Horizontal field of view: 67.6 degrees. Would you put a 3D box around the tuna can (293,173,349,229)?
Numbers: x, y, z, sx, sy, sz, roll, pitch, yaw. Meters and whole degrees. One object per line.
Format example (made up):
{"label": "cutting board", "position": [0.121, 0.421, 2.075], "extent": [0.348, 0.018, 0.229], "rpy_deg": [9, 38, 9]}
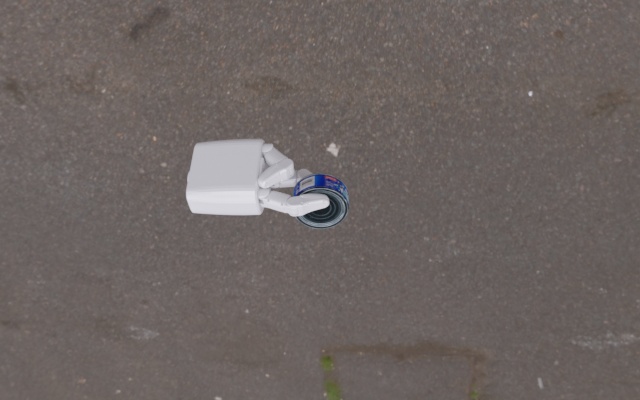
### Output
{"label": "tuna can", "position": [0.000, 0.003, 0.718], "extent": [0.086, 0.086, 0.033], "rpy_deg": [0, 41, 1]}
